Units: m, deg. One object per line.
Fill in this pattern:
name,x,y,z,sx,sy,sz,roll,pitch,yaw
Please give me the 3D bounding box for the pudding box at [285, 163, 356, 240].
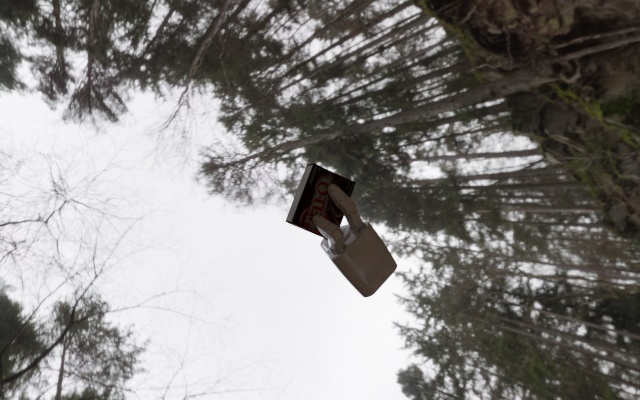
pudding box,0.000,0.003,0.837,0.090,0.113,0.039,24,-11,-25
